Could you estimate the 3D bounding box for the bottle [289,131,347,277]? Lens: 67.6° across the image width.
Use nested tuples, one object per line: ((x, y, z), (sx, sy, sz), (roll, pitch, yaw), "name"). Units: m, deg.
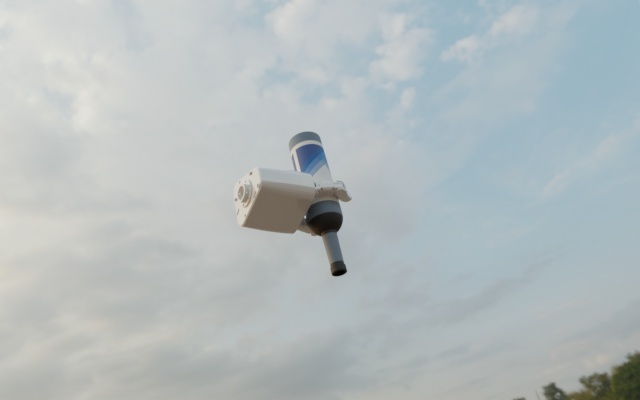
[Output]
((0.000, 0.003, 0.888), (0.069, 0.295, 0.069), (-11, -32, -7), "bottle")
